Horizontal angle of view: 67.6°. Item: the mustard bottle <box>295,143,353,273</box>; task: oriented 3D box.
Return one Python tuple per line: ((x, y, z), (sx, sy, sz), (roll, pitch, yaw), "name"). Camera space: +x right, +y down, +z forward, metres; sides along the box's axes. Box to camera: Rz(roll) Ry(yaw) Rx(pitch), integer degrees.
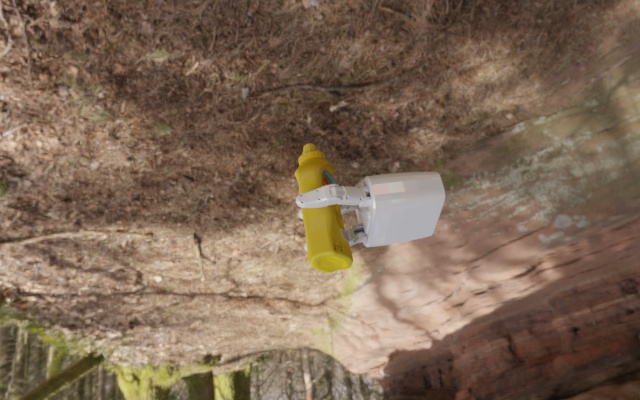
((0.000, 0.003, 0.693), (0.058, 0.191, 0.096), (-17, -24, 13), "mustard bottle")
